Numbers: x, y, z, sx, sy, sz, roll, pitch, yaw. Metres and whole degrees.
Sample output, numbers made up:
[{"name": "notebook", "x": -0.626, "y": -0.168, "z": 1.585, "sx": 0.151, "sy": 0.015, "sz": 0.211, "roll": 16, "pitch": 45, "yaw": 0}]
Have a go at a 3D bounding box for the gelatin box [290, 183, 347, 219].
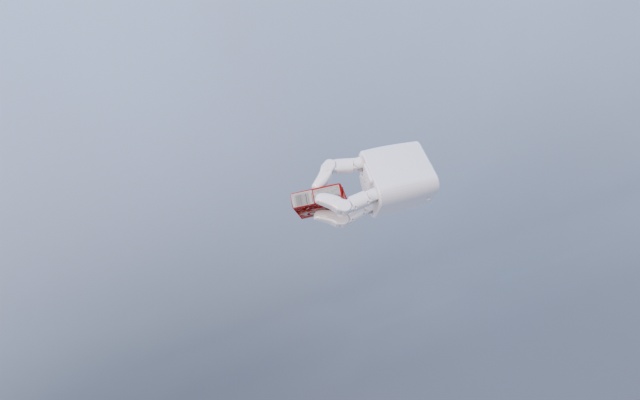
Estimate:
[{"name": "gelatin box", "x": 0.000, "y": 0.002, "z": 0.819, "sx": 0.089, "sy": 0.030, "sz": 0.073, "roll": -12, "pitch": -18, "yaw": 6}]
